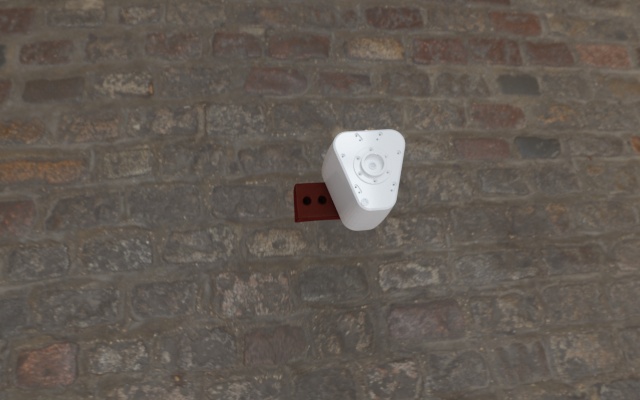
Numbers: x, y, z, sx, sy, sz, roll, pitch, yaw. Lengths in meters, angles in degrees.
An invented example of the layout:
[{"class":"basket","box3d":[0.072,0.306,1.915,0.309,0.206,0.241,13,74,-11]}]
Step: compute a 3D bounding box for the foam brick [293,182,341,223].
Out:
[{"class":"foam brick","box3d":[0.000,0.002,0.705,0.078,0.053,0.051,-4,-8,-7]}]
